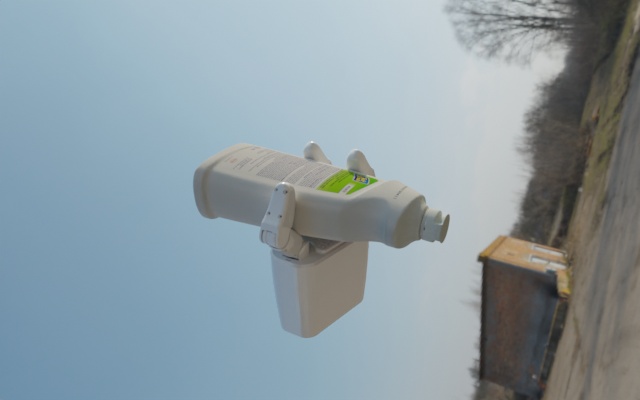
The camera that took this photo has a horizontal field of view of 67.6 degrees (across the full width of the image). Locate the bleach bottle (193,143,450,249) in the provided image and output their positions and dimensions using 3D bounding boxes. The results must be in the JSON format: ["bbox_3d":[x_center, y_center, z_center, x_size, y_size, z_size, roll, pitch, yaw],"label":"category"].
[{"bbox_3d":[0.000,0.001,0.482,0.251,0.068,0.102,14,34,26],"label":"bleach bottle"}]
